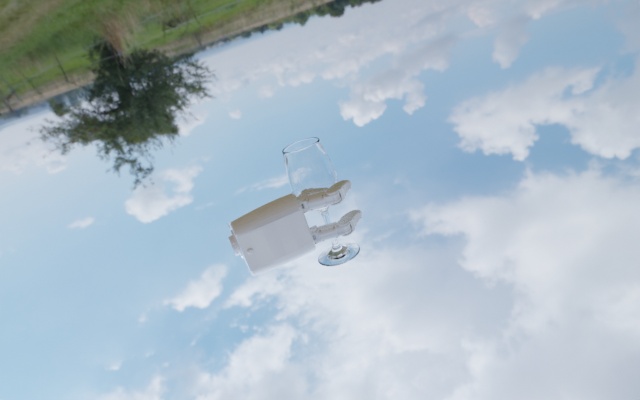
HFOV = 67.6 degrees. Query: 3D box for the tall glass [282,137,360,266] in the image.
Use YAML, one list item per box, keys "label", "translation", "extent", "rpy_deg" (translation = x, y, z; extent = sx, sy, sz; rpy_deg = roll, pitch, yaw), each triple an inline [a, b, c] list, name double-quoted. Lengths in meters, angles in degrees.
- label: "tall glass"
  translation: [0.000, 0.003, 0.772]
  extent: [0.079, 0.201, 0.079]
  rpy_deg: [-17, 20, 6]
